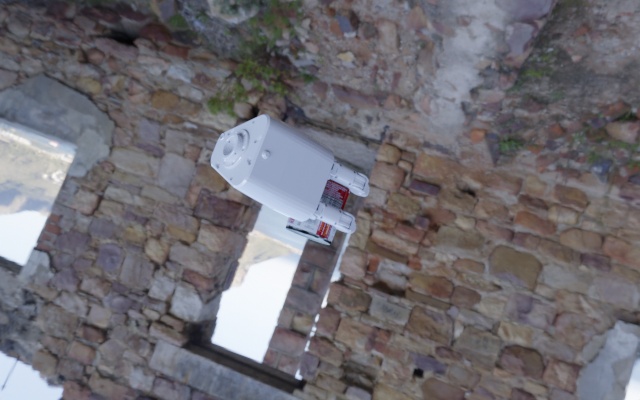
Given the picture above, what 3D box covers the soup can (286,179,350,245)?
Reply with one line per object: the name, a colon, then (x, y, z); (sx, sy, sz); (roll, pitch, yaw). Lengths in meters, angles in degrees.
soup can: (0.000, 0.003, 0.656); (0.068, 0.102, 0.068); (20, -8, 3)
